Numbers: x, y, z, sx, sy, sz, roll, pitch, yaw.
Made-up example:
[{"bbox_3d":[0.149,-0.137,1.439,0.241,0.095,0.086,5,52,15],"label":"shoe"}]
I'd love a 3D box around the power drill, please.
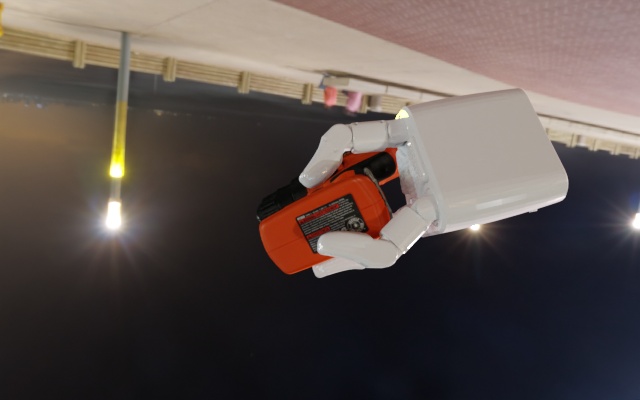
[{"bbox_3d":[0.000,0.002,0.470,0.184,0.057,0.187,-27,12,15],"label":"power drill"}]
